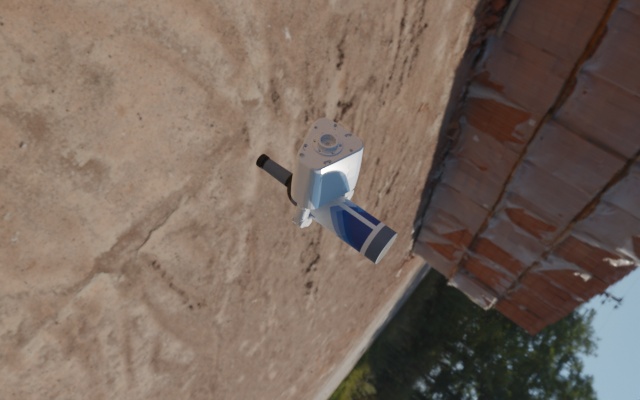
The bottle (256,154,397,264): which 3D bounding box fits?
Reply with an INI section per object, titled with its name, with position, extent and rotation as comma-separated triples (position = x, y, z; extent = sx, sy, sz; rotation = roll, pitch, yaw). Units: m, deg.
[bottle]
position = 0.000, 0.003, 0.874
extent = 0.295, 0.069, 0.069
rotation = 35, 11, 16
